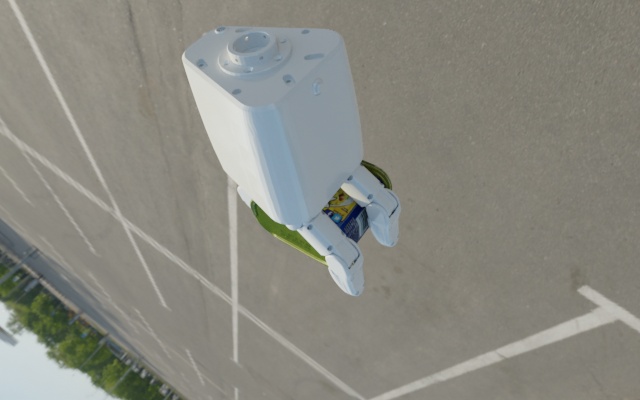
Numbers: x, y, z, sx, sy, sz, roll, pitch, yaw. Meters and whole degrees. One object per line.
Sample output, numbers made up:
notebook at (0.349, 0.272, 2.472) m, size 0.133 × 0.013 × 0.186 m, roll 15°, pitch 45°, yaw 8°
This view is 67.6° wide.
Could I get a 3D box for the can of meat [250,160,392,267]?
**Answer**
can of meat at (0.000, 0.002, 0.432) m, size 0.102 × 0.084 × 0.057 m, roll 26°, pitch -32°, yaw 25°
